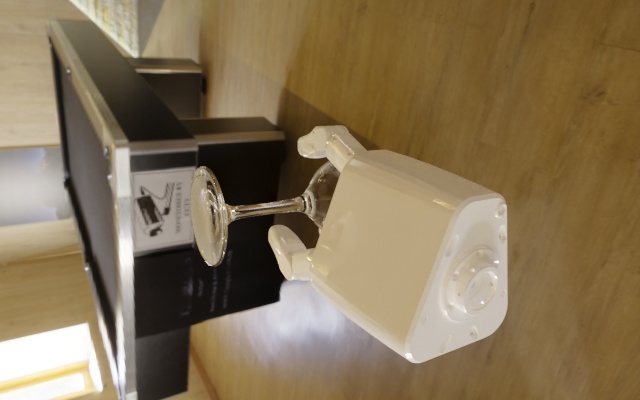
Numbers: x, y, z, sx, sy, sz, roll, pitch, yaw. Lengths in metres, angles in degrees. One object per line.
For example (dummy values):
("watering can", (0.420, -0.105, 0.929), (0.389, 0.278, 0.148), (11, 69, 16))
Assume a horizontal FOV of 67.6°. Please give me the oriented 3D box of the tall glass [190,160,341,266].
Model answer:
("tall glass", (-0.001, 0.001, 0.403), (0.201, 0.079, 0.079), (-7, 4, -32))
